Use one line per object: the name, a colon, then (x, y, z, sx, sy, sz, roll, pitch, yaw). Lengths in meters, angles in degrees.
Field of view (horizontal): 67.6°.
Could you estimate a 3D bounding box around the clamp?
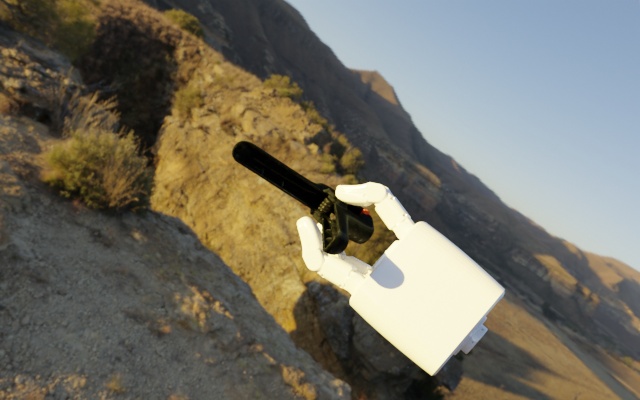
clamp: (0.001, 0.001, 0.538, 0.164, 0.036, 0.210, 43, 11, 21)
